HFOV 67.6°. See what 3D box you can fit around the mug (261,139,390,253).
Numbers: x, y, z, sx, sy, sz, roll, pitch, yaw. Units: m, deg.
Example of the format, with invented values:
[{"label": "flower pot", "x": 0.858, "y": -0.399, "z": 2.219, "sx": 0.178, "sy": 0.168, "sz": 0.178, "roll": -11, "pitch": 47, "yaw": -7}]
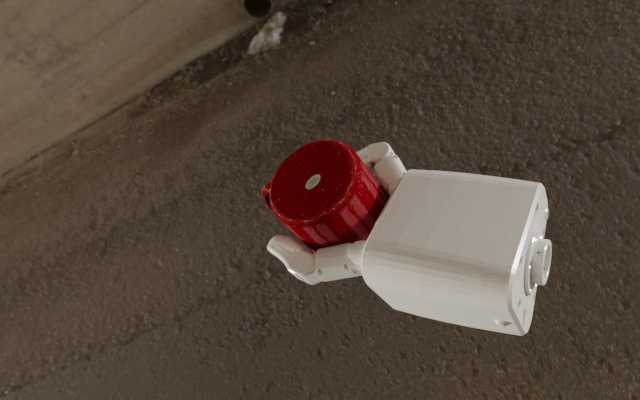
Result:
[{"label": "mug", "x": -0.001, "y": 0.001, "z": 0.412, "sx": 0.117, "sy": 0.093, "sz": 0.081, "roll": 7, "pitch": -26, "yaw": 33}]
